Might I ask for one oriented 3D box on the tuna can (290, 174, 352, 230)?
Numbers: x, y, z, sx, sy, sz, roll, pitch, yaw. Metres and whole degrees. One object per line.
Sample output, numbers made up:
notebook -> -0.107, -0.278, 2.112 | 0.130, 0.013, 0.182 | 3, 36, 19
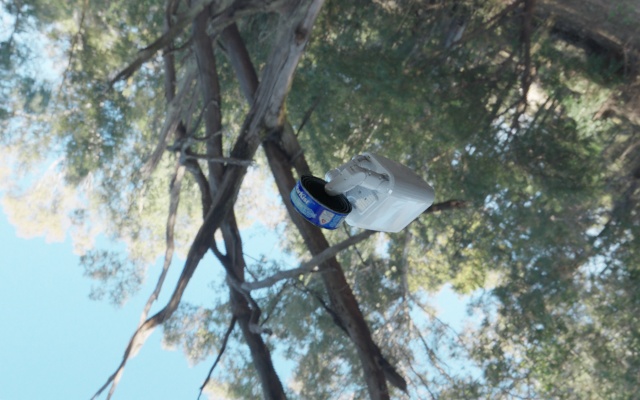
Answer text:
tuna can -> 0.000, 0.003, 0.672 | 0.086, 0.034, 0.086 | 30, 22, -13
